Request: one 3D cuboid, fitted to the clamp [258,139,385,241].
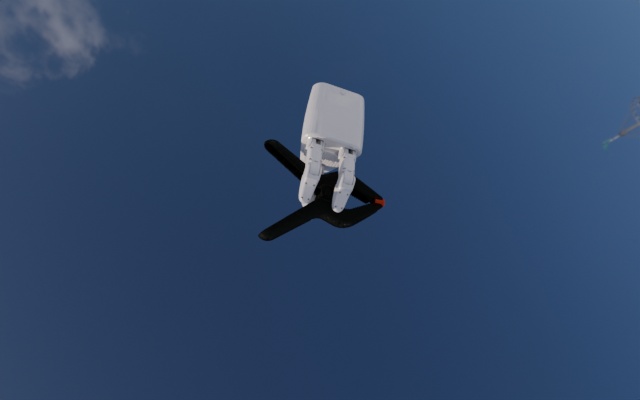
[{"bbox_3d":[0.000,0.003,0.750,0.210,0.164,0.036,15,-24,-16],"label":"clamp"}]
